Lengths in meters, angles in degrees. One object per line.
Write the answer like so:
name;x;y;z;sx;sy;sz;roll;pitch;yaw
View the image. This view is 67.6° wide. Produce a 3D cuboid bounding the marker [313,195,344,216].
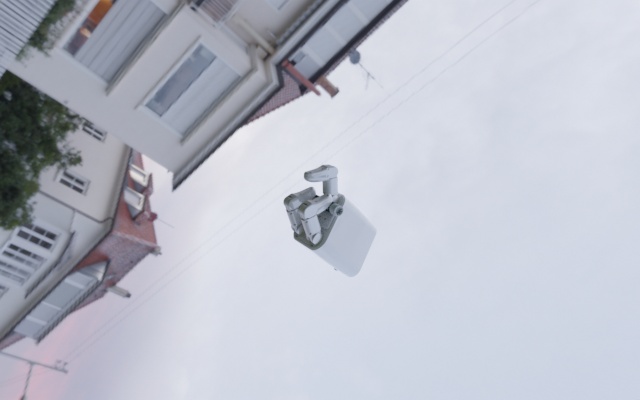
marker;0.000;0.003;0.821;0.020;0.020;0.121;0;14;-31
